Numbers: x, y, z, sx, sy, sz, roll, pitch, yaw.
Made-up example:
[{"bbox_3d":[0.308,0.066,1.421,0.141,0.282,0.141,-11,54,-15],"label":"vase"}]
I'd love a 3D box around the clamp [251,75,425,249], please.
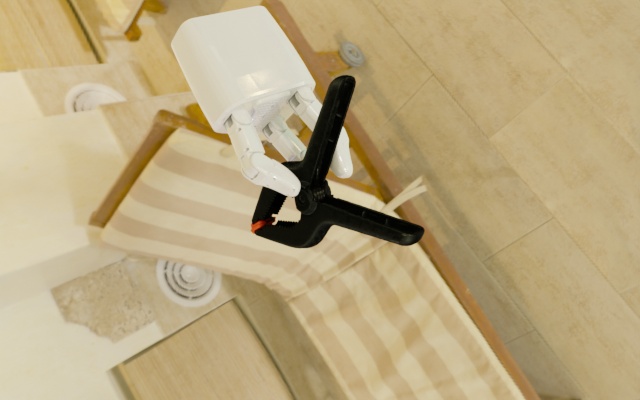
[{"bbox_3d":[-0.001,0.002,0.483,0.036,0.164,0.210,-16,-16,-46],"label":"clamp"}]
